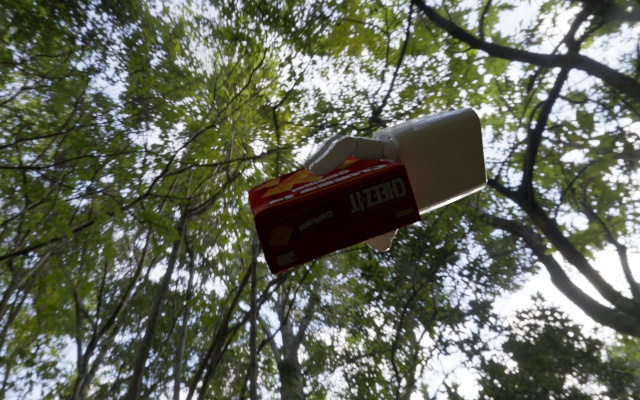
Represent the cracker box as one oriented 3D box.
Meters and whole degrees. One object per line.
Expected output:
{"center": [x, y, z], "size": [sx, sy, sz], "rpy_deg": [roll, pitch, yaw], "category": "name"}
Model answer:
{"center": [0.000, 0.002, 0.573], "size": [0.164, 0.072, 0.213], "rpy_deg": [-20, 11, -7], "category": "cracker box"}
